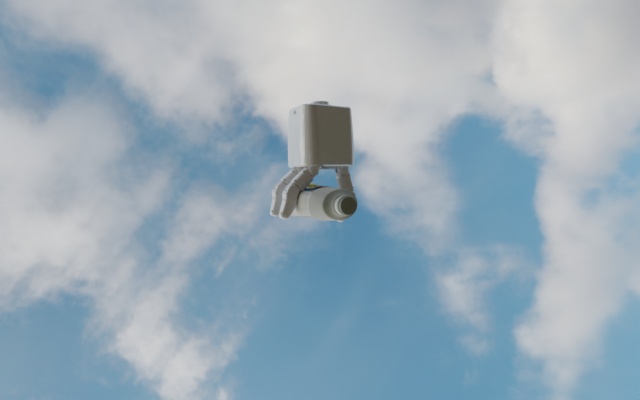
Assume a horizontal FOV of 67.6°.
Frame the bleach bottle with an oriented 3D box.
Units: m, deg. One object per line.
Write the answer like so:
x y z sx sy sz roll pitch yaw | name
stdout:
0.000 0.003 0.834 0.102 0.068 0.251 -3 4 -24 | bleach bottle
